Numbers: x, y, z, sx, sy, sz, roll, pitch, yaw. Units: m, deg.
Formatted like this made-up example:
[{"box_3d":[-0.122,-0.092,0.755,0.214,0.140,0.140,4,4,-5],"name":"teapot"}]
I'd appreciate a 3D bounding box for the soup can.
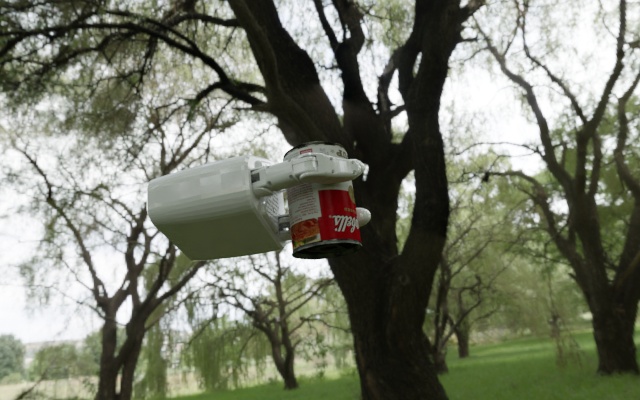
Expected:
[{"box_3d":[0.000,0.001,0.471,0.068,0.102,0.068,-7,-18,-2],"name":"soup can"}]
